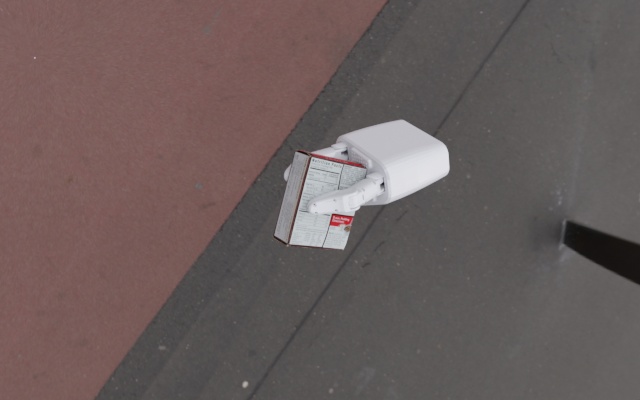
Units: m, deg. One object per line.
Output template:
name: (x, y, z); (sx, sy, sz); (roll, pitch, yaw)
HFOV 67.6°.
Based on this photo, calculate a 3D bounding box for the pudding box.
pudding box: (0.000, 0.002, 0.579); (0.090, 0.113, 0.039); (10, 8, -36)
